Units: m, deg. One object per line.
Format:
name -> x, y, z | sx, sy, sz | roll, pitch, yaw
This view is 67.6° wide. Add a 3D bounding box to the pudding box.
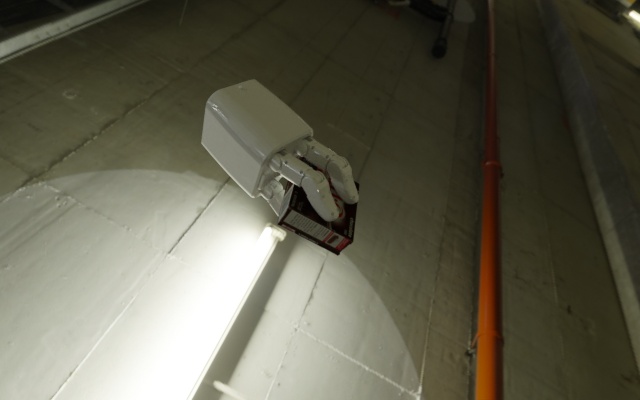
pudding box -> 0.000, 0.002, 0.597 | 0.090, 0.113, 0.039 | 28, -48, -15
